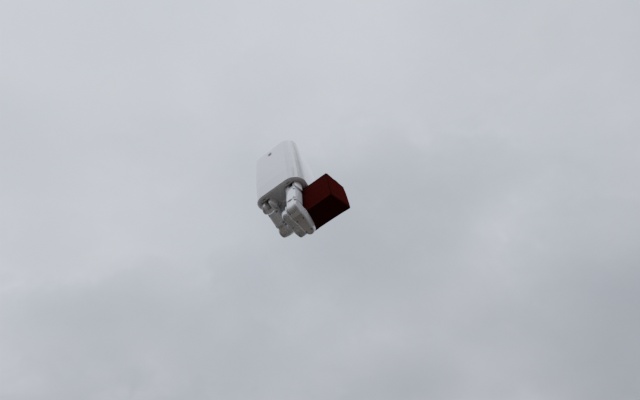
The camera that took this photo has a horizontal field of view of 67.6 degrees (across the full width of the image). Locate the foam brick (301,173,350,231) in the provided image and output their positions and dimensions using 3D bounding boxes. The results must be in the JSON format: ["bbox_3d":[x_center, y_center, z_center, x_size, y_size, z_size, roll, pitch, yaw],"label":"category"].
[{"bbox_3d":[0.000,0.003,0.796,0.078,0.051,0.053,-34,-47,22],"label":"foam brick"}]
